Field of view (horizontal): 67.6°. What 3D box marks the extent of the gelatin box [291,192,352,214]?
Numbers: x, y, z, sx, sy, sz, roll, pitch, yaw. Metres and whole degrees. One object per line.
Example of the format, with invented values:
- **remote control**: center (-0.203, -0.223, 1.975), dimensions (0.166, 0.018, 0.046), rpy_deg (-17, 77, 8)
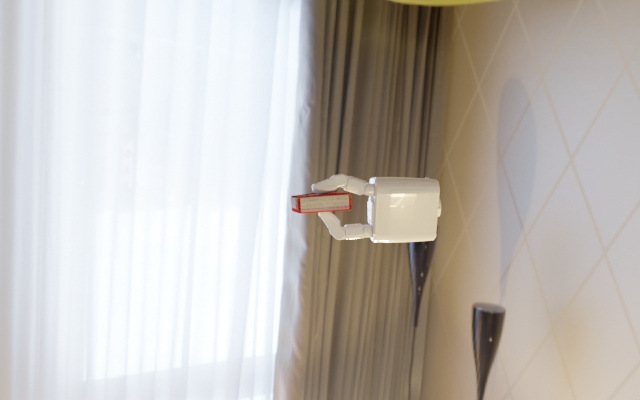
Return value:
- **gelatin box**: center (0.000, 0.003, 0.796), dimensions (0.089, 0.030, 0.073), rpy_deg (-5, 4, -13)
